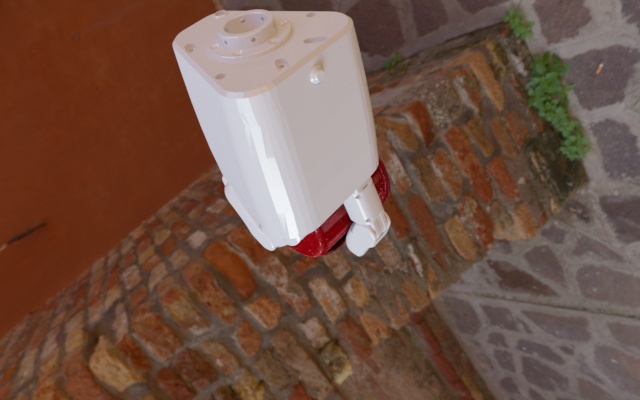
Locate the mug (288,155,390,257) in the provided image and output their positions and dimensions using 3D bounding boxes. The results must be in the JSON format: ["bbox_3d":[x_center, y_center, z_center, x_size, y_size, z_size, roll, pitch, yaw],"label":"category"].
[{"bbox_3d":[0.000,0.002,0.413,0.093,0.117,0.081,27,57,35],"label":"mug"}]
